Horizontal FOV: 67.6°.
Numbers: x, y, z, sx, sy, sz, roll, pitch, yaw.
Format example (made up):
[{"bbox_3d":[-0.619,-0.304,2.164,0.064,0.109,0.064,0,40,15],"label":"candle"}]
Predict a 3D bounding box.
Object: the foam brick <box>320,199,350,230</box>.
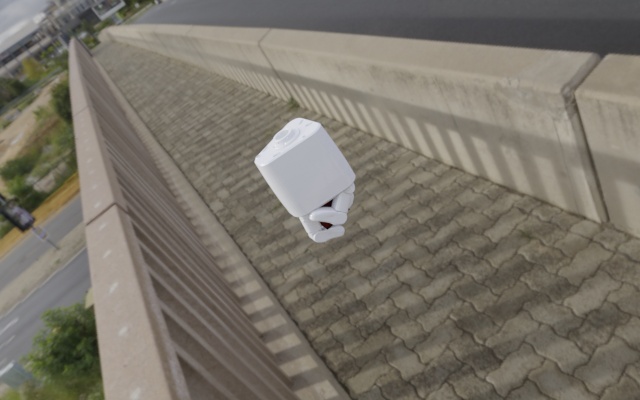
[{"bbox_3d":[0.000,0.003,0.783,0.053,0.051,0.078,-42,31,-12],"label":"foam brick"}]
